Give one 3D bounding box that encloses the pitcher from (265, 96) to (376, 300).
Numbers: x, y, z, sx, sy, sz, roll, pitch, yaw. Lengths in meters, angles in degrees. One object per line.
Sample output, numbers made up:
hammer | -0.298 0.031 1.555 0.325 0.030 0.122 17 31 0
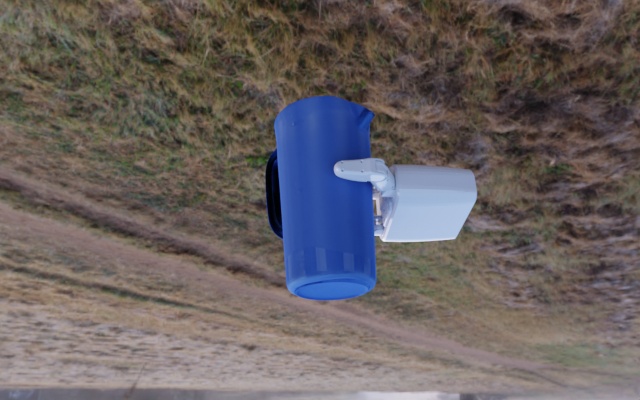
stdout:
pitcher | 0.000 0.002 0.623 0.145 0.242 0.149 0 -25 -6
